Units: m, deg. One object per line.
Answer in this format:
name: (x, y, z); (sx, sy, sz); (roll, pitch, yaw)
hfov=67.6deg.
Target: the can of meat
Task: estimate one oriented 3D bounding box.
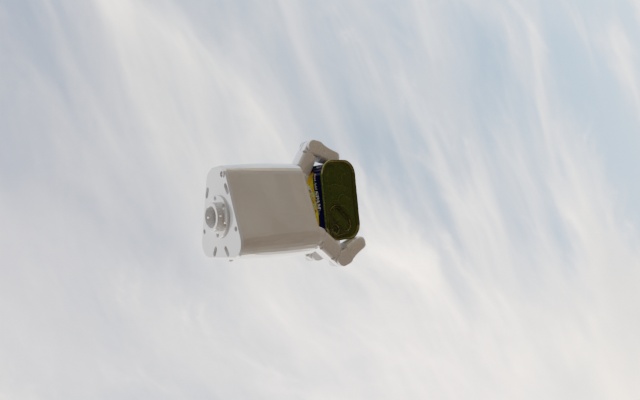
can of meat: (0.000, 0.002, 0.633); (0.057, 0.102, 0.084); (-5, -1, -41)
